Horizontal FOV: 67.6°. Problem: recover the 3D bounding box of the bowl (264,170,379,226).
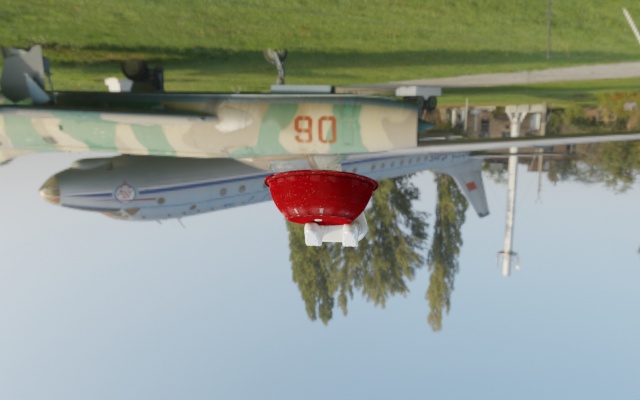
[{"bbox_3d":[0.000,0.002,0.669,0.162,0.055,0.162,2,-11,0],"label":"bowl"}]
